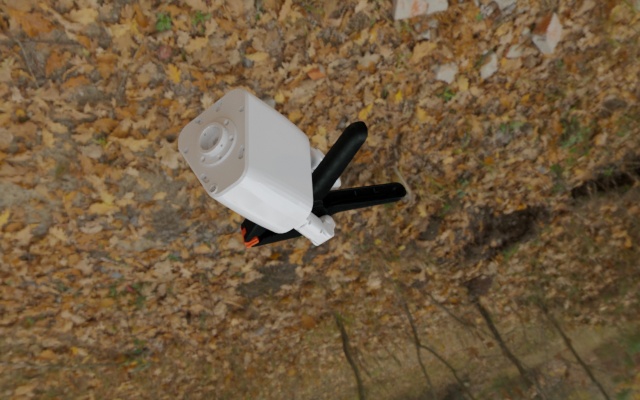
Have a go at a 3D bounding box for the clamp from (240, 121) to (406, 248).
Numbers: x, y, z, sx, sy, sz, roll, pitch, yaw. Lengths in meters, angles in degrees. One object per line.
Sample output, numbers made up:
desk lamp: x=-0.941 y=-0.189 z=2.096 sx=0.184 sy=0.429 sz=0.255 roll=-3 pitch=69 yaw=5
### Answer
clamp: x=0.000 y=0.003 z=0.581 sx=0.210 sy=0.036 sz=0.165 roll=-32 pitch=-36 yaw=17
